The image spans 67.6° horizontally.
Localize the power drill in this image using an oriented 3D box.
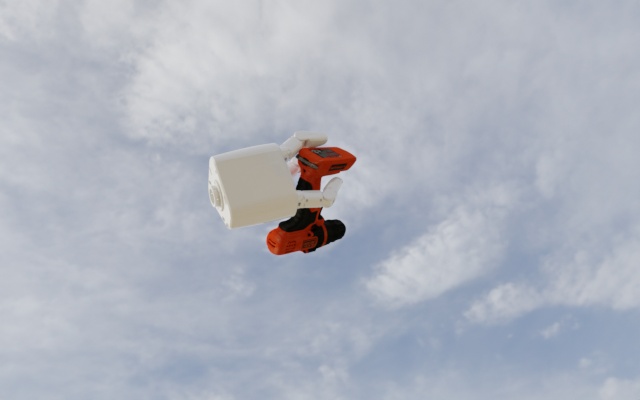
[{"bbox_3d":[0.000,0.002,0.827,0.057,0.188,0.184,31,25,34],"label":"power drill"}]
